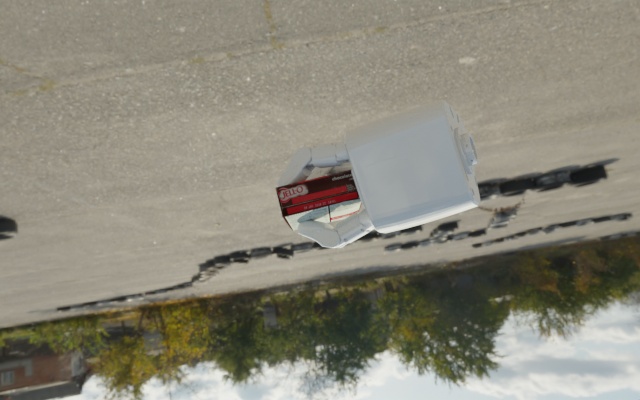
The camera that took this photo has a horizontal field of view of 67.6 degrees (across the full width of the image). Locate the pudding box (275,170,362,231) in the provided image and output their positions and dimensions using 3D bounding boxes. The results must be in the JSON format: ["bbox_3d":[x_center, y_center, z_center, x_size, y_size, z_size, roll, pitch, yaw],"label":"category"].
[{"bbox_3d":[0.000,0.002,0.556,0.090,0.039,0.113,-12,-13,-1],"label":"pudding box"}]
